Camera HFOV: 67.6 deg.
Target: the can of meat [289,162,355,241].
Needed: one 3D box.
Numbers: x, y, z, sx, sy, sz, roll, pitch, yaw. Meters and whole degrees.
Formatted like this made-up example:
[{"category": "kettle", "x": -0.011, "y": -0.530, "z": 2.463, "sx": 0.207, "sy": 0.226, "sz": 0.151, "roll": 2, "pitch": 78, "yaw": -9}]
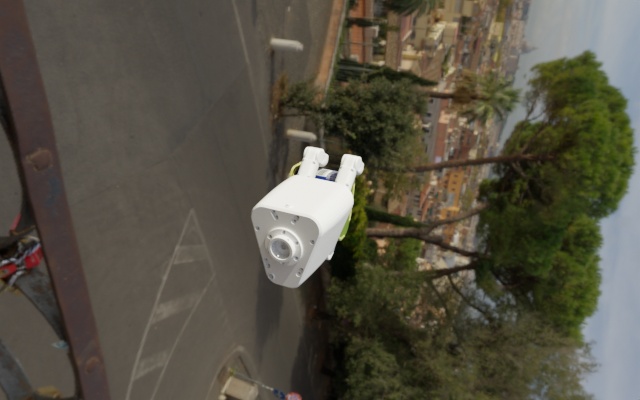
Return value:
[{"category": "can of meat", "x": 0.000, "y": 0.002, "z": 0.697, "sx": 0.084, "sy": 0.102, "sz": 0.057, "roll": 13, "pitch": 21, "yaw": 19}]
